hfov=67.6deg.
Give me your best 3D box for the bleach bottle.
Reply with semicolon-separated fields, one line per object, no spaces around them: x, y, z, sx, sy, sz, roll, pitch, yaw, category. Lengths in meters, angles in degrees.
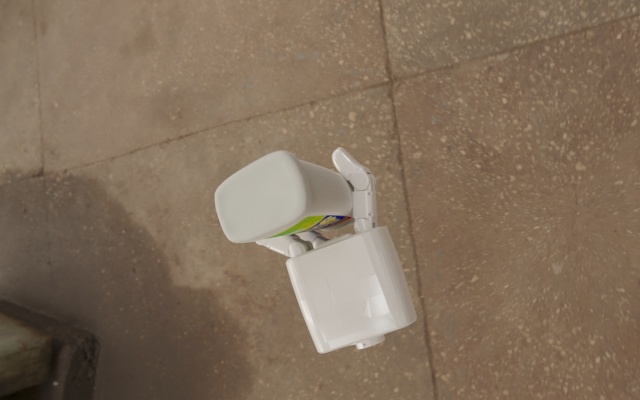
0.000;0.002;0.537;0.102;0.068;0.251;-25;-13;26;bleach bottle
